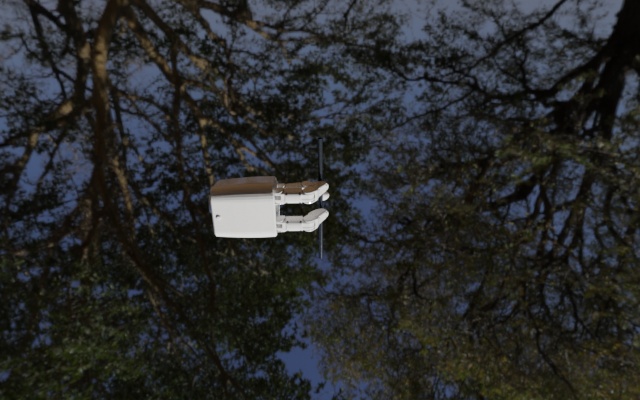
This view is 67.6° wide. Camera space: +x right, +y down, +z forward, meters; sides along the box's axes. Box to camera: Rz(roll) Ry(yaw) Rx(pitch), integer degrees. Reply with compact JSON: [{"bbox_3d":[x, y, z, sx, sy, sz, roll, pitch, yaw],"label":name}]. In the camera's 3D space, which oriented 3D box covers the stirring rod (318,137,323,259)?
[{"bbox_3d":[0.000,0.003,0.849,0.011,0.240,0.011,0,28,0],"label":"stirring rod"}]
